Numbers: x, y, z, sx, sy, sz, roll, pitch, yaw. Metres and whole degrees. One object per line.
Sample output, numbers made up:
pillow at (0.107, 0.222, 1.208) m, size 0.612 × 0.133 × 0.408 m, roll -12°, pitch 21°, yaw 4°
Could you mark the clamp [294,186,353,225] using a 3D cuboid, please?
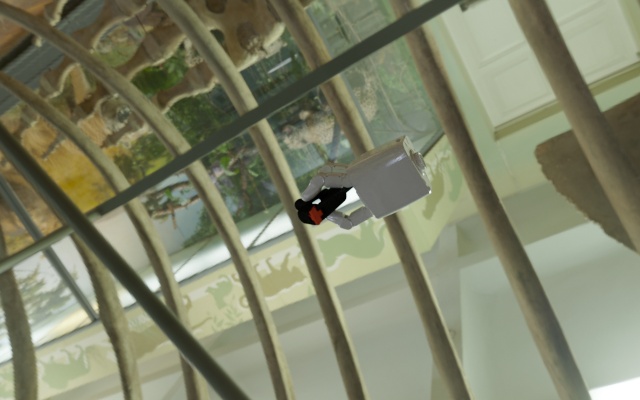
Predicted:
clamp at (0.001, 0.004, 0.863) m, size 0.164 × 0.036 × 0.210 m, roll -28°, pitch 10°, yaw 22°
